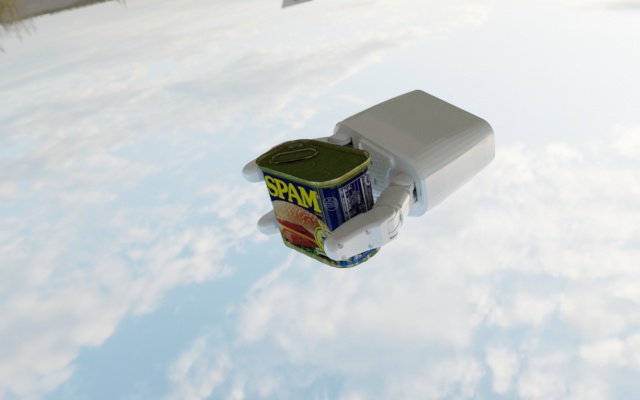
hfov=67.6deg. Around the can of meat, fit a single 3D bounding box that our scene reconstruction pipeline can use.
[{"bbox_3d":[0.000,0.002,0.401,0.057,0.084,0.102,-32,33,-31],"label":"can of meat"}]
